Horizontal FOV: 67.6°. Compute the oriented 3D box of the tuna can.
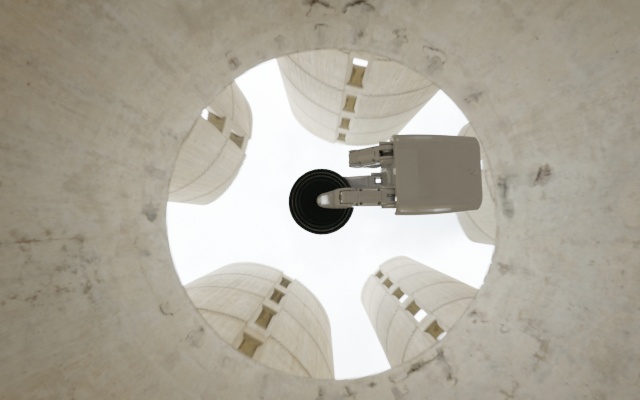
[{"bbox_3d":[0.000,0.002,0.626,0.086,0.086,0.034,0,-2,-6],"label":"tuna can"}]
